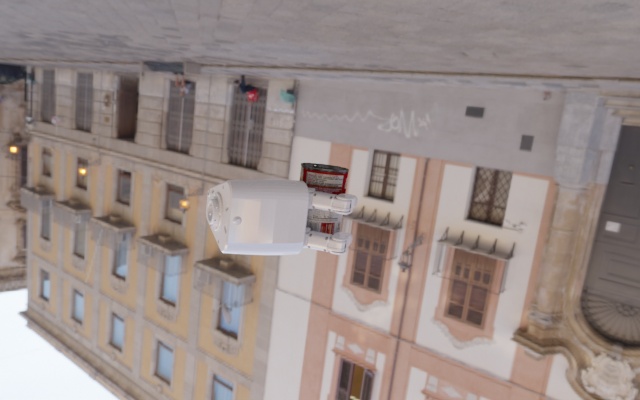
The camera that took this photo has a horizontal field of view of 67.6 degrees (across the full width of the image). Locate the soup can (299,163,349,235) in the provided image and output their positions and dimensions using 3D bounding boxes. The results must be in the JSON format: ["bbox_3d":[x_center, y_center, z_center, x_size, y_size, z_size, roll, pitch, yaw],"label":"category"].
[{"bbox_3d":[0.000,0.002,0.673,0.068,0.102,0.068,7,10,-1],"label":"soup can"}]
